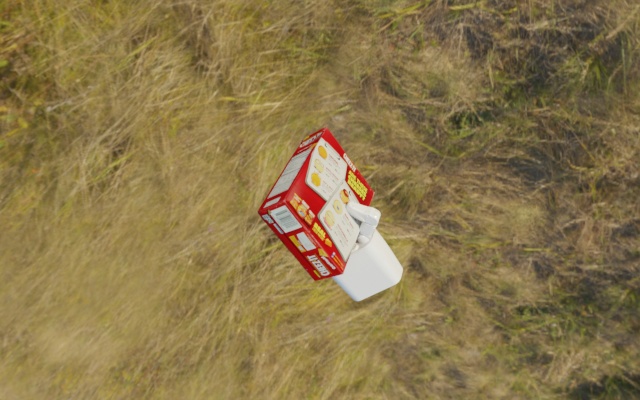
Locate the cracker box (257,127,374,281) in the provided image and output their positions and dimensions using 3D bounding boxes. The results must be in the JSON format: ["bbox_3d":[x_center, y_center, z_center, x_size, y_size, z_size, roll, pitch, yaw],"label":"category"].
[{"bbox_3d":[0.000,0.003,0.820,0.072,0.164,0.213,-21,29,35],"label":"cracker box"}]
